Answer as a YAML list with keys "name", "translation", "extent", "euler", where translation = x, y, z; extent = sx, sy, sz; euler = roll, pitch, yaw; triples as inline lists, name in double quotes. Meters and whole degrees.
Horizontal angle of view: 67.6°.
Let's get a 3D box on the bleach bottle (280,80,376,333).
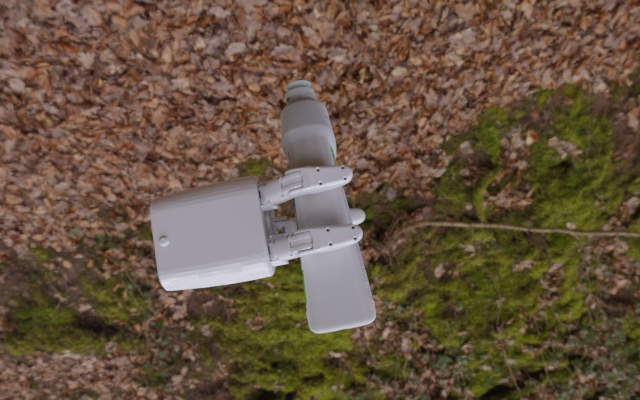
- name: "bleach bottle"
  translation: [0.000, 0.002, 0.492]
  extent: [0.068, 0.250, 0.102]
  euler: [-11, -9, 1]
